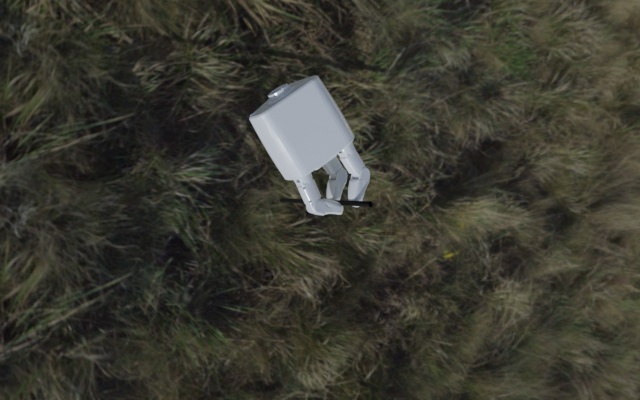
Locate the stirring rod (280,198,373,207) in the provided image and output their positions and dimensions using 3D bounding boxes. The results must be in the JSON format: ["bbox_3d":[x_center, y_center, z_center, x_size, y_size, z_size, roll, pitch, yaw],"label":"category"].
[{"bbox_3d":[0.000,0.002,0.766,0.011,0.011,0.239,0,1,-36],"label":"stirring rod"}]
